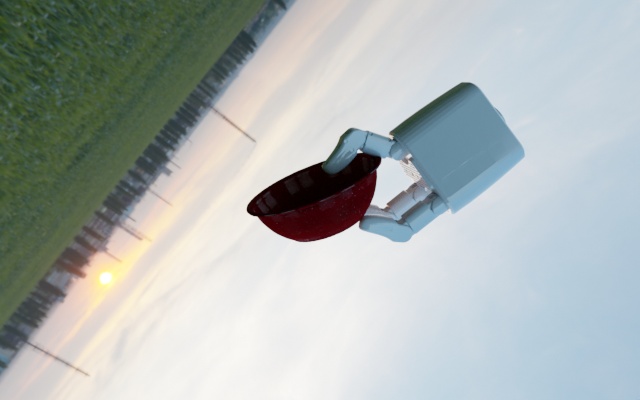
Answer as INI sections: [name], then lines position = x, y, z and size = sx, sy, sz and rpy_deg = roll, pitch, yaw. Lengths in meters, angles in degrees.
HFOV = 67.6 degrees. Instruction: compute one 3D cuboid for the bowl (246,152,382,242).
[bowl]
position = -0.001, 0.003, 0.543
size = 0.162, 0.055, 0.162
rpy_deg = -19, 17, 6
